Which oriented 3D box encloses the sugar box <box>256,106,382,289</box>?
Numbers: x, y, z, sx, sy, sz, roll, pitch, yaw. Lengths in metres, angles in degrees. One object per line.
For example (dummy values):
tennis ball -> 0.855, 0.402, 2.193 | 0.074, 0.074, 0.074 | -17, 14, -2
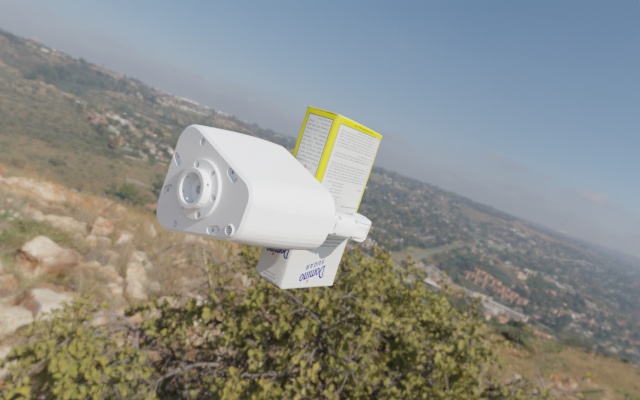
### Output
sugar box -> 0.000, 0.001, 0.494 | 0.048, 0.176, 0.093 | 26, 9, 35
